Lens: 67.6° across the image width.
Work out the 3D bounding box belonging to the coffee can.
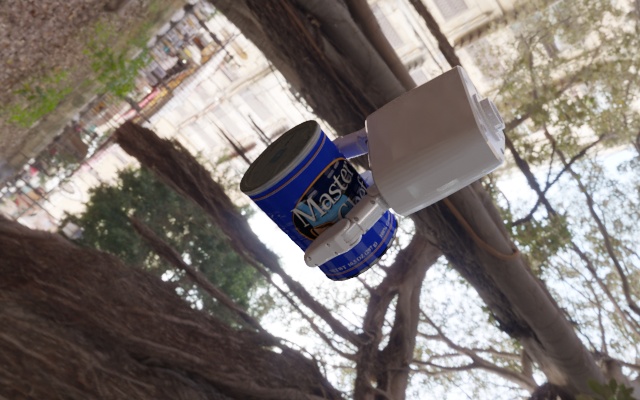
[{"bbox_3d":[0.000,0.002,0.501,0.140,0.102,0.103,48,-23,-23],"label":"coffee can"}]
